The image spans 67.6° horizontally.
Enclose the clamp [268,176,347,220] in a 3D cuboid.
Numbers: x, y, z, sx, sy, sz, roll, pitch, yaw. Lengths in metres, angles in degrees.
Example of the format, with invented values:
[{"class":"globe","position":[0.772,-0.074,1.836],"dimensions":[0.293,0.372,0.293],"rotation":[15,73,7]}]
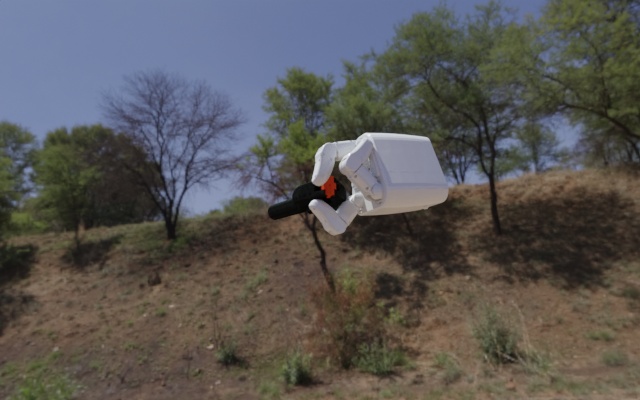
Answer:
[{"class":"clamp","position":[0.000,0.002,0.725],"dimensions":[0.120,0.039,0.171],"rotation":[-3,-11,-25]}]
